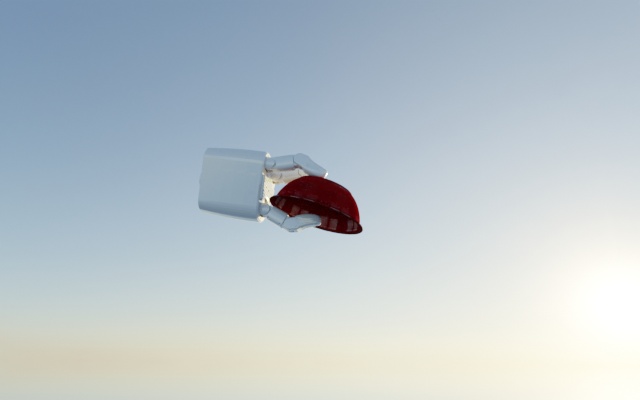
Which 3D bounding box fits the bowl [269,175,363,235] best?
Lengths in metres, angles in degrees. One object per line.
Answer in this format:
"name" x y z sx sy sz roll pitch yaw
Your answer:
"bowl" 0.002 0.003 0.789 0.162 0.055 0.162 18 -16 5
